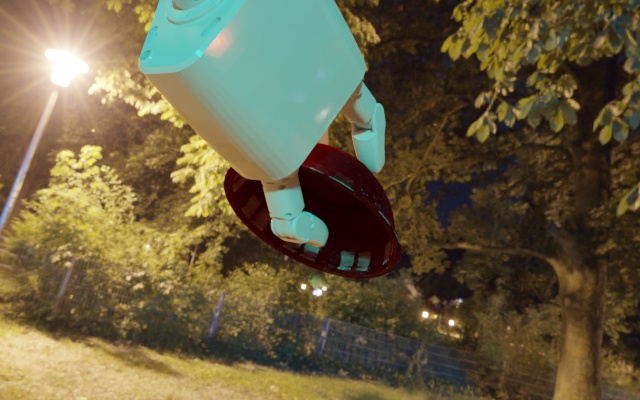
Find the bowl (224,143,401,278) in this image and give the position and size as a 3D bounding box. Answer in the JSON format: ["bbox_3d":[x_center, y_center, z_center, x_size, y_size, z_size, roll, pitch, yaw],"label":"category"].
[{"bbox_3d":[0.000,0.002,0.415,0.162,0.055,0.162,20,-32,13],"label":"bowl"}]
